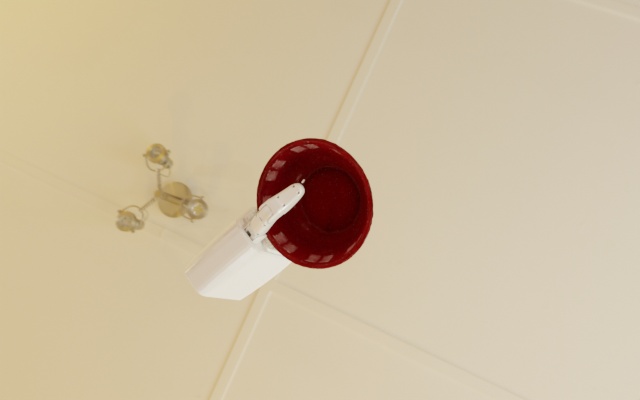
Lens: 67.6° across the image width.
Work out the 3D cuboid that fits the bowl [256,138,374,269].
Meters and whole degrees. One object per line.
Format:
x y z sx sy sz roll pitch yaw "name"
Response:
0.001 0.001 0.605 0.162 0.162 0.055 0 7 28 "bowl"
